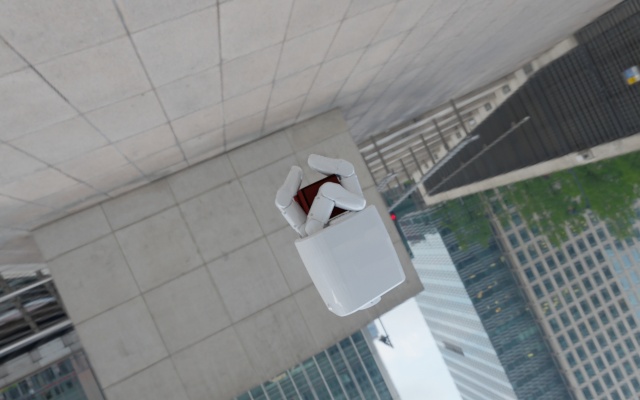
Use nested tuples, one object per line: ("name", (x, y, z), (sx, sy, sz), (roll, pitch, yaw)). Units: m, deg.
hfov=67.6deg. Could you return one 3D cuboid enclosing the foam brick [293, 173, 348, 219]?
("foam brick", (0.000, 0.002, 0.642), (0.053, 0.051, 0.078), (-25, -1, -12))
